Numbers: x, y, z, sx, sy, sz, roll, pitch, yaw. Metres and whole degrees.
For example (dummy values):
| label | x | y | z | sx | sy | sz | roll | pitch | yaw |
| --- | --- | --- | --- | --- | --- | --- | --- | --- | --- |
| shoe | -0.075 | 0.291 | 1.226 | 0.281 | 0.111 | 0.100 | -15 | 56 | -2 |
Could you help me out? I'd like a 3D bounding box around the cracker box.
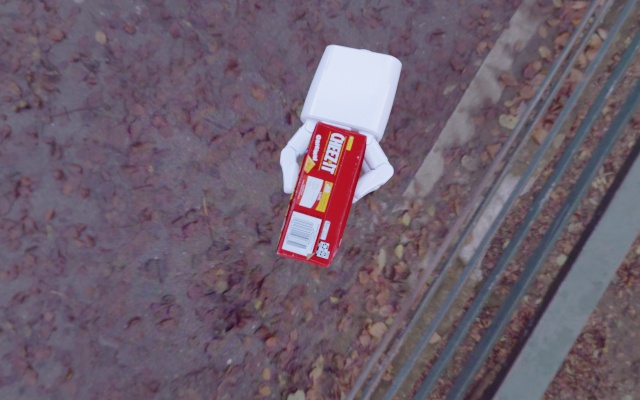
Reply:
| label | x | y | z | sx | sy | sz | roll | pitch | yaw |
| --- | --- | --- | --- | --- | --- | --- | --- | --- | --- |
| cracker box | 0.000 | 0.002 | 0.650 | 0.072 | 0.164 | 0.214 | 16 | -6 | 0 |
